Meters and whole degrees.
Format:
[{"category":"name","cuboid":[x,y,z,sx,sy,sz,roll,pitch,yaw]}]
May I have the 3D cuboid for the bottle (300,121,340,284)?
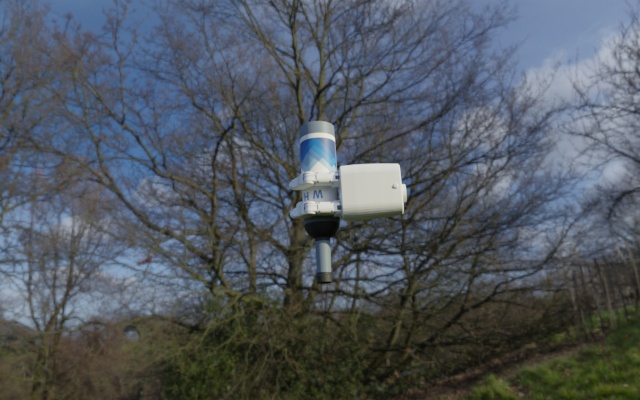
[{"category":"bottle","cuboid":[0.000,0.003,0.875,0.069,0.295,0.069,-3,-16,-1]}]
